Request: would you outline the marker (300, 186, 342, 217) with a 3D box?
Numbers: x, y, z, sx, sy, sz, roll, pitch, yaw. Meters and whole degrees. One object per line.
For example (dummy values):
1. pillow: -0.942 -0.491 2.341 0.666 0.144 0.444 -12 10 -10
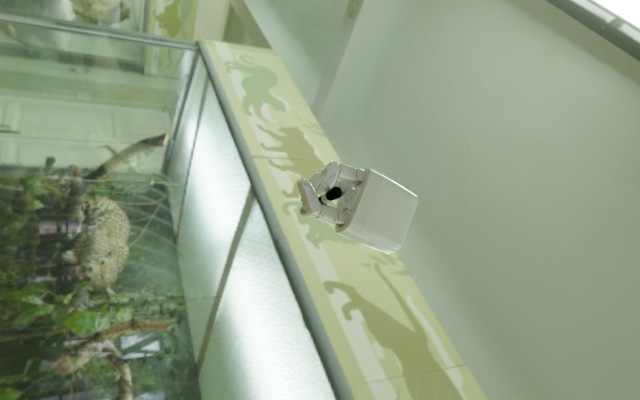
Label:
1. marker: 0.000 0.002 0.769 0.020 0.020 0.121 0 -16 -29
